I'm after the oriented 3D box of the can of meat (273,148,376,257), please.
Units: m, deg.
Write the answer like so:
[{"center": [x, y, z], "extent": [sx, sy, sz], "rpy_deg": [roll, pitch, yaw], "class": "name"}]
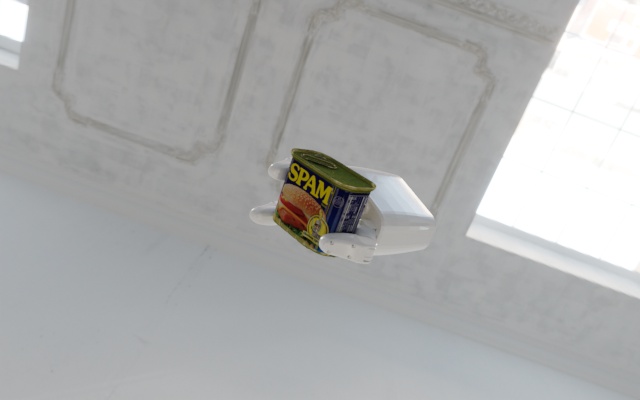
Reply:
[{"center": [0.000, 0.002, 0.517], "extent": [0.057, 0.084, 0.102], "rpy_deg": [0, 26, -45], "class": "can of meat"}]
